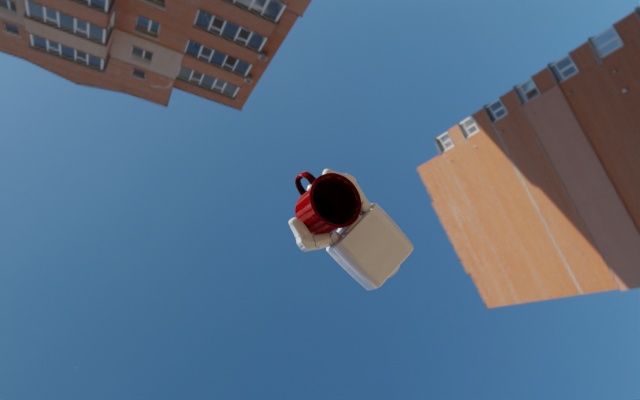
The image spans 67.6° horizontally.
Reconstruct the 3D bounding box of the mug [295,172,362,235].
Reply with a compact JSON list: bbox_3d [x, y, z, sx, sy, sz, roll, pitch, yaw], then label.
[{"bbox_3d":[-0.001,0.002,0.796,0.093,0.117,0.081,-46,5,-31],"label":"mug"}]
